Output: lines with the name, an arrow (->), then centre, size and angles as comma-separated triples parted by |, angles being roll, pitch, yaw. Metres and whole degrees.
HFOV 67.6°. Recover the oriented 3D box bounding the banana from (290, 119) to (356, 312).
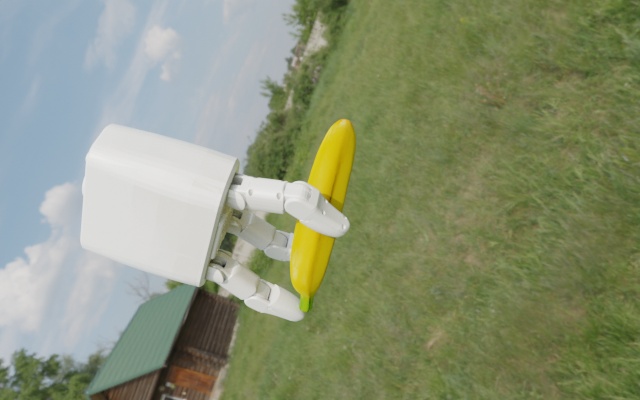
banana -> 0.002, -0.001, 0.439 | 0.037, 0.197, 0.070 | 16, -18, -4
